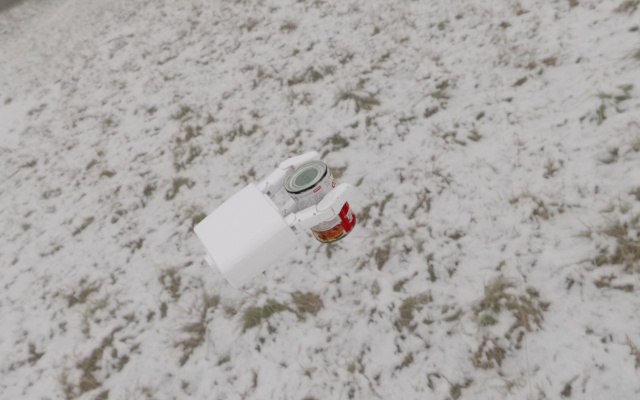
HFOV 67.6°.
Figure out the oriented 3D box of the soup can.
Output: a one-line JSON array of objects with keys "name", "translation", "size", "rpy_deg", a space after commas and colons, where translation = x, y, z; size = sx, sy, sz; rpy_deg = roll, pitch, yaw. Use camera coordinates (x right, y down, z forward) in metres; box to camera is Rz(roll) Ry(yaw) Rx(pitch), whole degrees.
[{"name": "soup can", "translation": [0.000, 0.002, 0.679], "size": [0.068, 0.102, 0.068], "rpy_deg": [-21, 34, 15]}]
